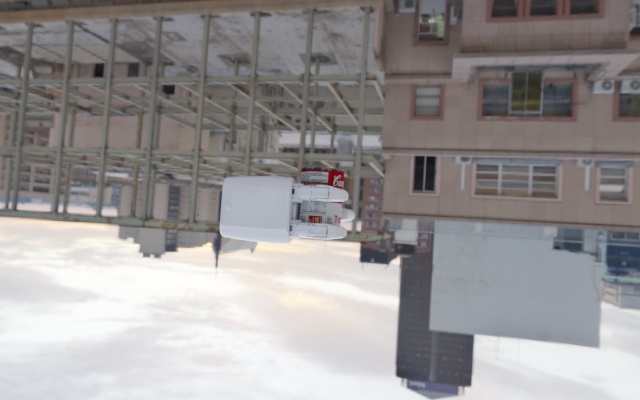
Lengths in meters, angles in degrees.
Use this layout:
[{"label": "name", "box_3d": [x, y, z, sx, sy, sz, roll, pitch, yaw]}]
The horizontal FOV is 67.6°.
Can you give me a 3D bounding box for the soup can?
[{"label": "soup can", "box_3d": [0.001, 0.003, 0.738, 0.068, 0.102, 0.068, 4, -3, 0]}]
